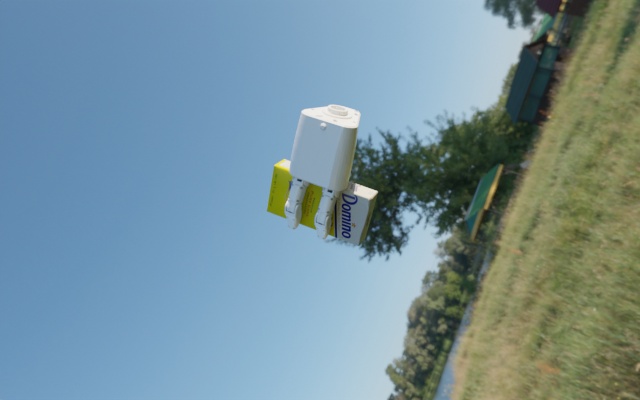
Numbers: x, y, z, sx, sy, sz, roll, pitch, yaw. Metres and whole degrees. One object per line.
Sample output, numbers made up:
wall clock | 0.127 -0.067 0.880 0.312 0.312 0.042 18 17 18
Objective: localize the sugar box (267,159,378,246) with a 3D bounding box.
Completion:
sugar box | 0.000 0.003 0.808 0.176 0.093 0.048 20 28 18
